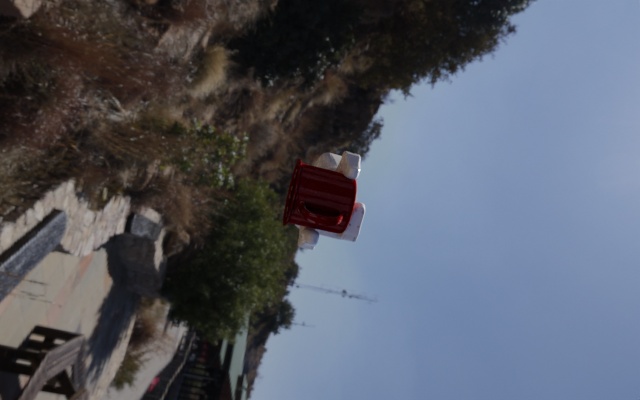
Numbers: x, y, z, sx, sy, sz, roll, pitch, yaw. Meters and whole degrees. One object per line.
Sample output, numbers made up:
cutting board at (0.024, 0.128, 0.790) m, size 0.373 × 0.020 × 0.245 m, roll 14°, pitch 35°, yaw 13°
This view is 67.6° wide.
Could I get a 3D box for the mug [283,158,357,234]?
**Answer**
mug at (0.000, 0.003, 0.632) m, size 0.081 × 0.093 × 0.117 m, roll 13°, pitch 20°, yaw -9°
